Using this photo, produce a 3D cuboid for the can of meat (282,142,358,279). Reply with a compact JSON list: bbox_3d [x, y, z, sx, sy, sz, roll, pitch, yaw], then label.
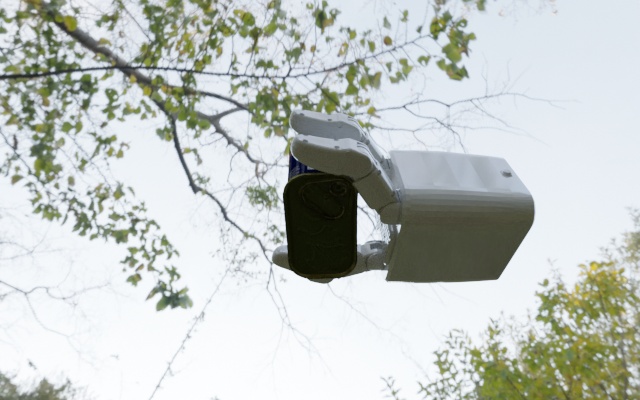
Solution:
[{"bbox_3d":[0.000,0.001,0.411,0.057,0.102,0.084,-2,33,0],"label":"can of meat"}]
